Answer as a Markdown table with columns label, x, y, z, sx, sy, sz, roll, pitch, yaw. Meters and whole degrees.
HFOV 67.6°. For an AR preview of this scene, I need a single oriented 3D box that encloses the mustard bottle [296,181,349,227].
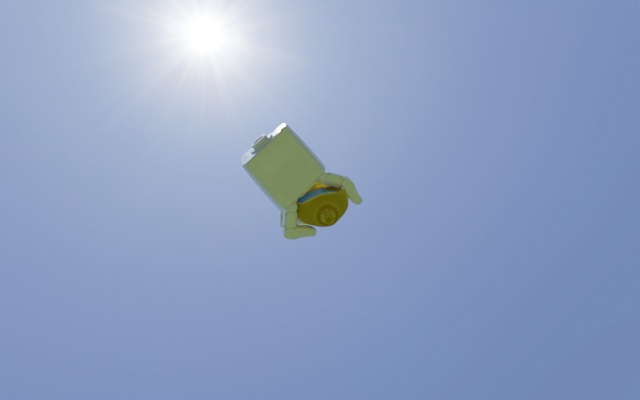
| label | x | y | z | sx | sy | sz | roll | pitch | yaw |
| --- | --- | --- | --- | --- | --- | --- | --- | --- | --- |
| mustard bottle | 0.000 | 0.003 | 0.870 | 0.096 | 0.058 | 0.191 | -17 | 19 | -4 |
